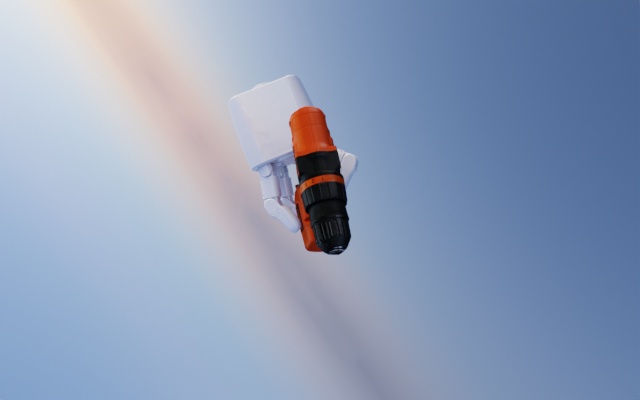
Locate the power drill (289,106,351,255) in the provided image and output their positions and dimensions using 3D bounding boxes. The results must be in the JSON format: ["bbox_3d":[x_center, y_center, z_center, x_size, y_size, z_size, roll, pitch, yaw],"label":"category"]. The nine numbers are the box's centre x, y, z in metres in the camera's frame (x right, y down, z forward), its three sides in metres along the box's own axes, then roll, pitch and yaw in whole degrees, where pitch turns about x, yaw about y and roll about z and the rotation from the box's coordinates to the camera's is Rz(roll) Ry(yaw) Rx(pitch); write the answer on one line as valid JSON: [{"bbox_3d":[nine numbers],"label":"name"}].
[{"bbox_3d":[0.000,0.002,0.607,0.057,0.184,0.188,-8,-24,-6],"label":"power drill"}]
